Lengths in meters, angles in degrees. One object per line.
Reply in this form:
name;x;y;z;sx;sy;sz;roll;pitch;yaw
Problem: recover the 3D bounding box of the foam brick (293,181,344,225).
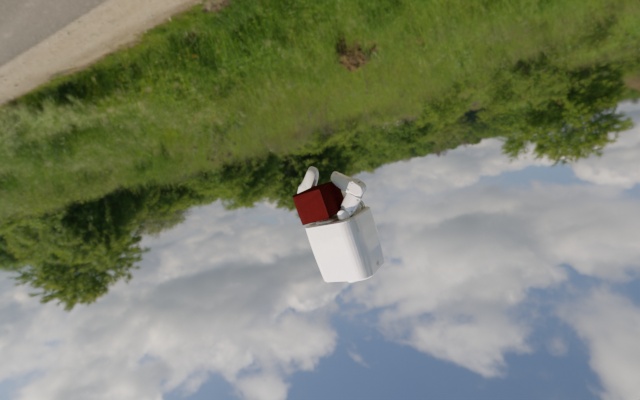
foam brick;0.000;0.003;0.784;0.053;0.051;0.078;-15;6;28
